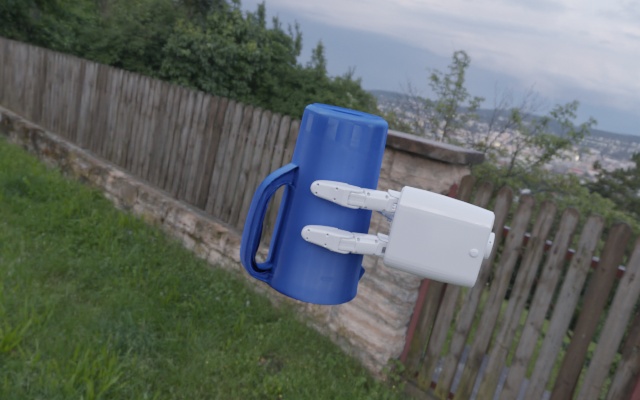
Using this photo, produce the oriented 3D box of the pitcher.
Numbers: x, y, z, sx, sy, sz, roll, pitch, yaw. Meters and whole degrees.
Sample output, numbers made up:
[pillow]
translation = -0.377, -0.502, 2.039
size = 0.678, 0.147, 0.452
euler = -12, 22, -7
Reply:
[pitcher]
translation = 0.000, 0.002, 0.620
size = 0.145, 0.243, 0.149
euler = 16, 14, 16
